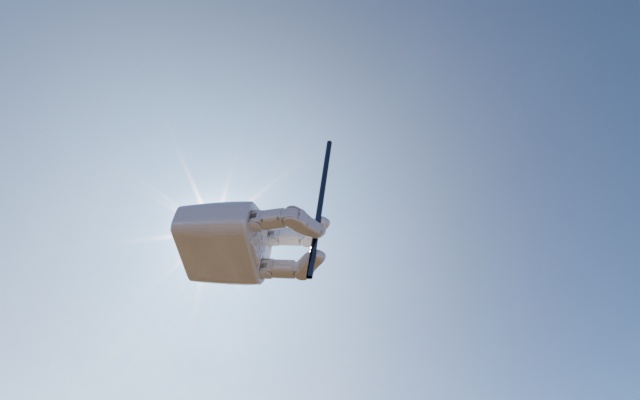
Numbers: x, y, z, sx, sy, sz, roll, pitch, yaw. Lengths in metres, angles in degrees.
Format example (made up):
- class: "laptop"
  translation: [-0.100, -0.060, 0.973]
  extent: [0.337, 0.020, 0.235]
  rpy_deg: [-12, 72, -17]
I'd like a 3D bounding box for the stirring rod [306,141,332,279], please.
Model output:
- class: "stirring rod"
  translation: [0.000, 0.002, 0.657]
  extent: [0.011, 0.239, 0.011]
  rpy_deg: [5, -40, 4]
